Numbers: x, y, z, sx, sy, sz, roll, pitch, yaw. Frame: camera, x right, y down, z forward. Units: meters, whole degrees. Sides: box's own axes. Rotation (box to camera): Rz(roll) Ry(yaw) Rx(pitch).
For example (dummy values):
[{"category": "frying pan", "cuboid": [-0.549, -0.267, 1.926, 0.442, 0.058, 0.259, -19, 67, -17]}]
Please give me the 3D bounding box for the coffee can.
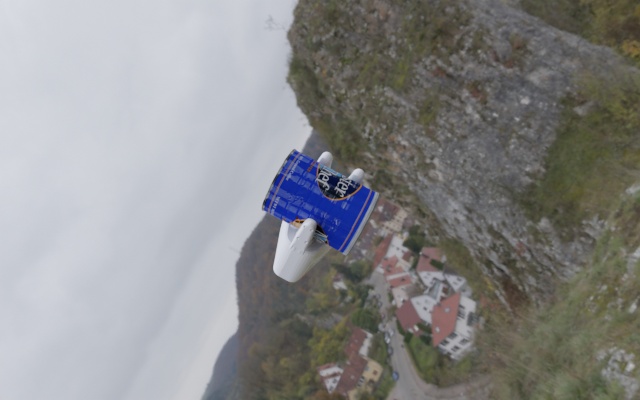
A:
[{"category": "coffee can", "cuboid": [0.000, 0.002, 0.696, 0.140, 0.103, 0.103, 28, 1, 1]}]
